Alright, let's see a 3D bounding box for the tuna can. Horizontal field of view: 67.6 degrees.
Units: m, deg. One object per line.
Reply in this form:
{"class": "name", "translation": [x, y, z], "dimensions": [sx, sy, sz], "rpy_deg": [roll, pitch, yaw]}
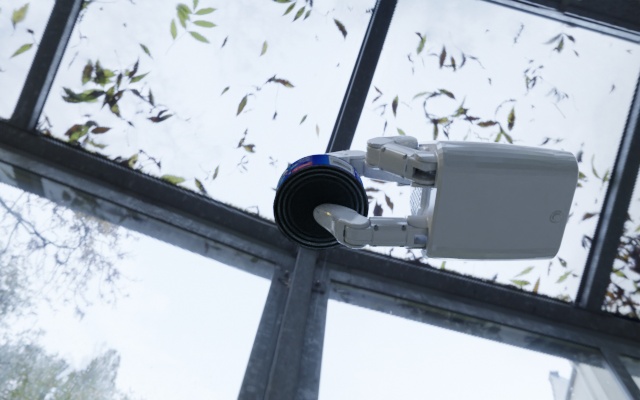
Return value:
{"class": "tuna can", "translation": [0.000, 0.001, 0.438], "dimensions": [0.086, 0.086, 0.033], "rpy_deg": [0, 26, -2]}
